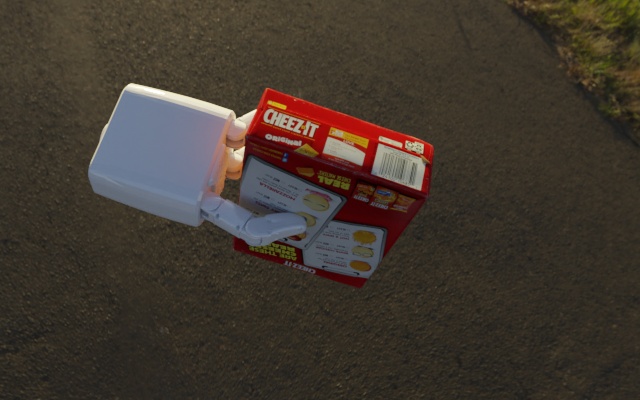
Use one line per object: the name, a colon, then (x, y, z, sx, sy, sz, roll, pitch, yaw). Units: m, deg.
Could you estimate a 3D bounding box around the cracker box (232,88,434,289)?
cracker box: (0.000, 0.002, 0.499, 0.164, 0.072, 0.214, 18, -33, -2)
